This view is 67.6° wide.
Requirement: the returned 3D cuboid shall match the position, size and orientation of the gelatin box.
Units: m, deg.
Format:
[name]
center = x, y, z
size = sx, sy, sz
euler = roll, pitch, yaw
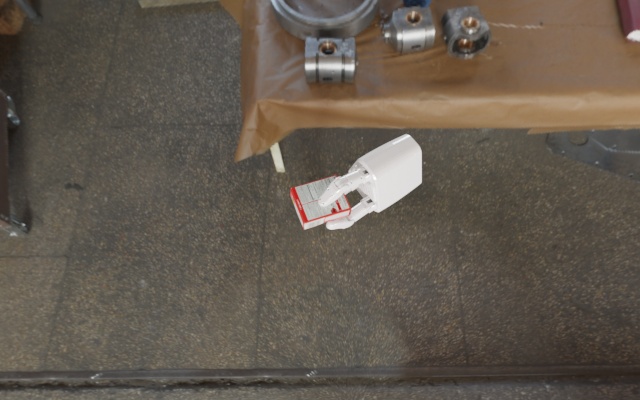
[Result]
[gelatin box]
center = 0.000, 0.003, 0.834
size = 0.089, 0.073, 0.030
euler = -17, -25, -13
